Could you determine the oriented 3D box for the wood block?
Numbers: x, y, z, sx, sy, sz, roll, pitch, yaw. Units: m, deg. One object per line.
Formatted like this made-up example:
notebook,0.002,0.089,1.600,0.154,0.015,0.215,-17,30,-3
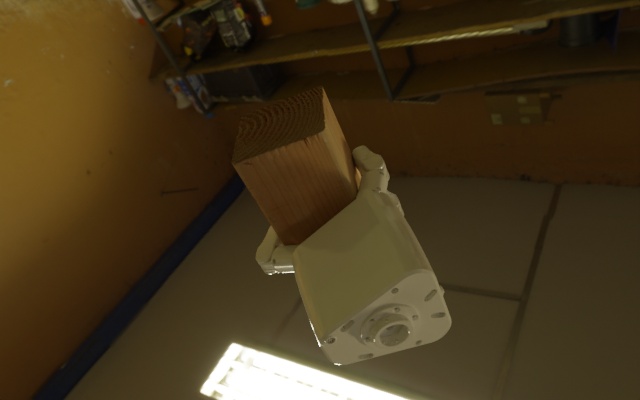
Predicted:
wood block,0.000,0.002,0.498,0.091,0.206,0.090,-18,37,12
